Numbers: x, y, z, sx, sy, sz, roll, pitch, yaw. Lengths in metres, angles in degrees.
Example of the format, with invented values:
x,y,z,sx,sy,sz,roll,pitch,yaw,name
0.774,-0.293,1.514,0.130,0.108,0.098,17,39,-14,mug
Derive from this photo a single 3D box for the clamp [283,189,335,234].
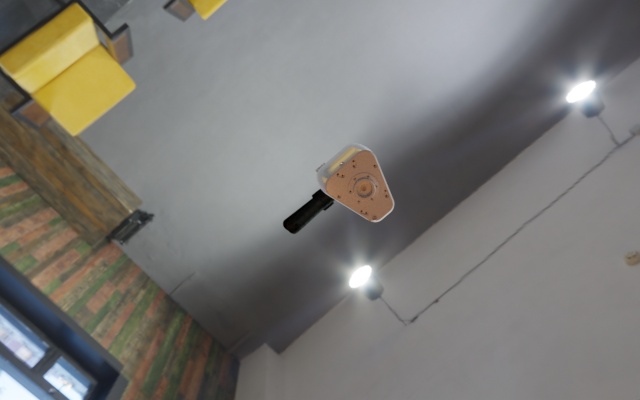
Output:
x,y,z,sx,sy,sz,roll,pitch,yaw,name
0.001,0.003,0.844,0.171,0.039,0.120,-41,10,3,clamp
